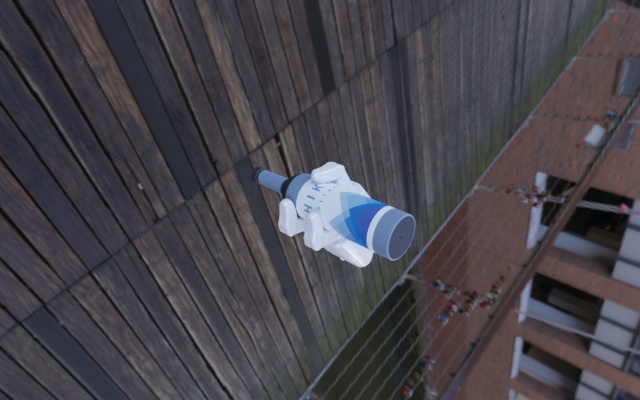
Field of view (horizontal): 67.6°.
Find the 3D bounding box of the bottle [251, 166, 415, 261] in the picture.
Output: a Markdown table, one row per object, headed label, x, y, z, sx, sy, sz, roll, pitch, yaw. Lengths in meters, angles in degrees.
| label | x | y | z | sx | sy | sz | roll | pitch | yaw |
| --- | --- | --- | --- | --- | --- | --- | --- | --- | --- |
| bottle | 0.000 | 0.002 | 0.723 | 0.295 | 0.069 | 0.069 | 24 | 15 | 37 |
